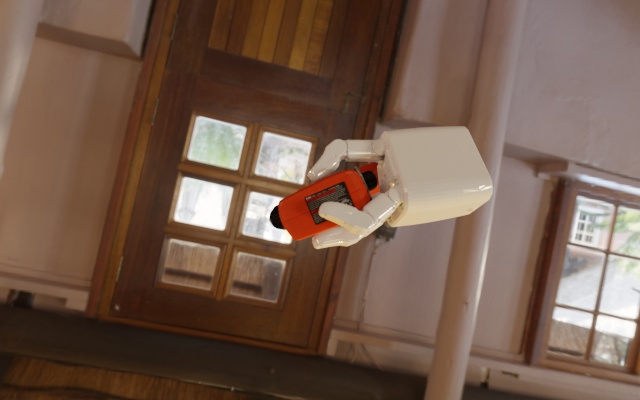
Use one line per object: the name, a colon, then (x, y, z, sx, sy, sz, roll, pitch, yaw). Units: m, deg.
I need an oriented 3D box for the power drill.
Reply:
power drill: (0.000, 0.002, 0.634, 0.184, 0.057, 0.187, -25, 4, 9)
